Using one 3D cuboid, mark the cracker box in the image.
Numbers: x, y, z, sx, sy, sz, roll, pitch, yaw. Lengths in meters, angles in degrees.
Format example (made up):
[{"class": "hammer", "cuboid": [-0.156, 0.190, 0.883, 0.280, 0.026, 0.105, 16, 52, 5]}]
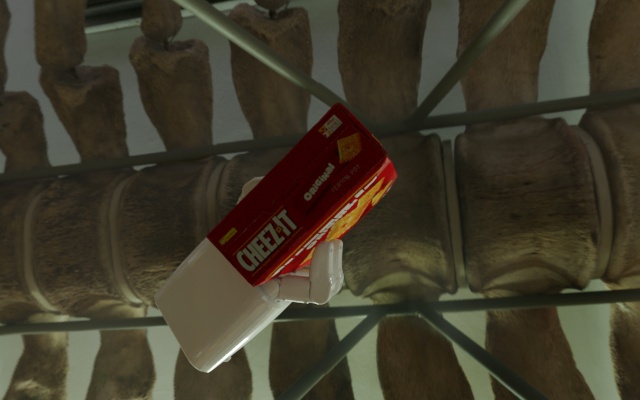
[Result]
[{"class": "cracker box", "cuboid": [0.000, 0.002, 0.499, 0.164, 0.072, 0.214, -45, -9, 7]}]
